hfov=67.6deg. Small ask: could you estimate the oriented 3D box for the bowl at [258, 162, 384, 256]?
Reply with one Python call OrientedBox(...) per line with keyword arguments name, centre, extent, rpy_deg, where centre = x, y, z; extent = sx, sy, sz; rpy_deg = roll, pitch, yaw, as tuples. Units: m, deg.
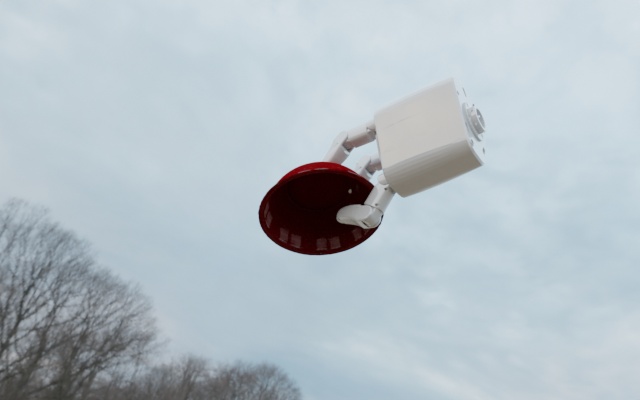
OrientedBox(name="bowl", centre=(-0.001, 0.002, 0.629), extent=(0.162, 0.055, 0.162), rpy_deg=(-3, -45, -3))
